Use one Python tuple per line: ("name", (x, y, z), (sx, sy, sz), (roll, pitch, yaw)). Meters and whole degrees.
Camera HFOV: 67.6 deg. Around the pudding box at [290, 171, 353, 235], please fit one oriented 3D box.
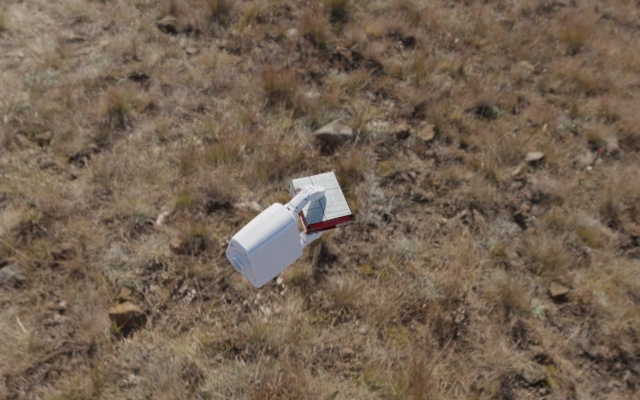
("pudding box", (0.000, 0.003, 0.898), (0.090, 0.113, 0.039), (-12, -33, -14))
